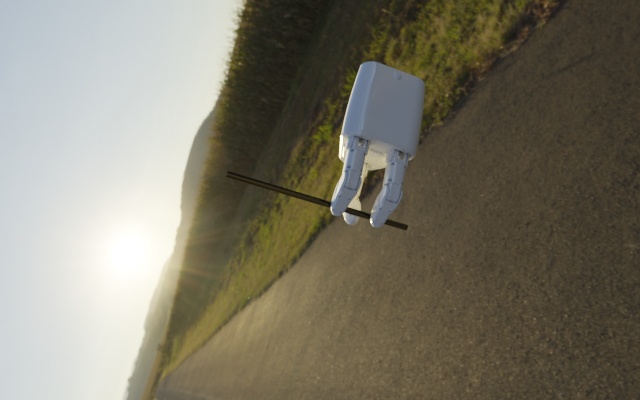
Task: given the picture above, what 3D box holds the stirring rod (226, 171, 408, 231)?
[{"bbox_3d":[0.000,0.002,0.599,0.239,0.011,0.011,17,-4,-12],"label":"stirring rod"}]
